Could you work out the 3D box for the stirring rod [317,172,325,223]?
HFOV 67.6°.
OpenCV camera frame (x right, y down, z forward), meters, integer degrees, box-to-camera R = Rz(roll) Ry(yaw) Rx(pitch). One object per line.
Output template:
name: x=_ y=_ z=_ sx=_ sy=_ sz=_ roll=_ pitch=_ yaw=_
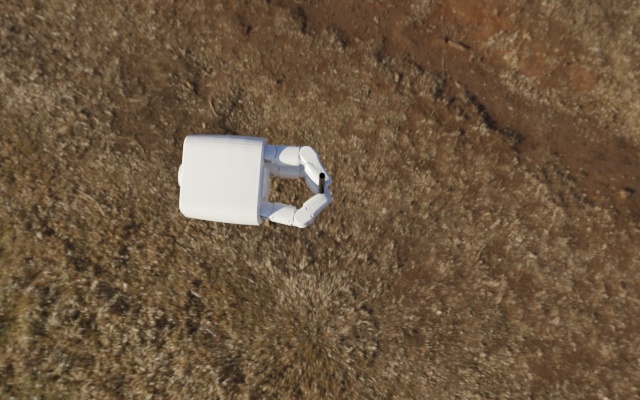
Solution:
stirring rod: x=0.000 y=0.002 z=0.693 sx=0.011 sy=0.011 sz=0.239 roll=0 pitch=-16 yaw=-1
